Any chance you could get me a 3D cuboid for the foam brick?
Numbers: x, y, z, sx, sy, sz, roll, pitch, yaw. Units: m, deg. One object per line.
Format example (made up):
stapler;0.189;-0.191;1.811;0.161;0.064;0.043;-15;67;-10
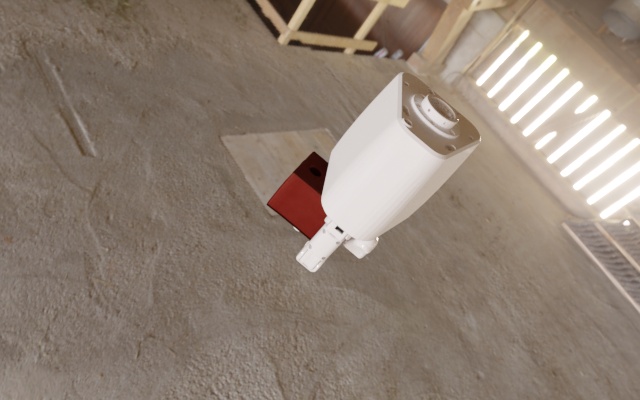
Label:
foam brick;0.000;0.001;0.460;0.051;0.078;0.053;-50;1;37
